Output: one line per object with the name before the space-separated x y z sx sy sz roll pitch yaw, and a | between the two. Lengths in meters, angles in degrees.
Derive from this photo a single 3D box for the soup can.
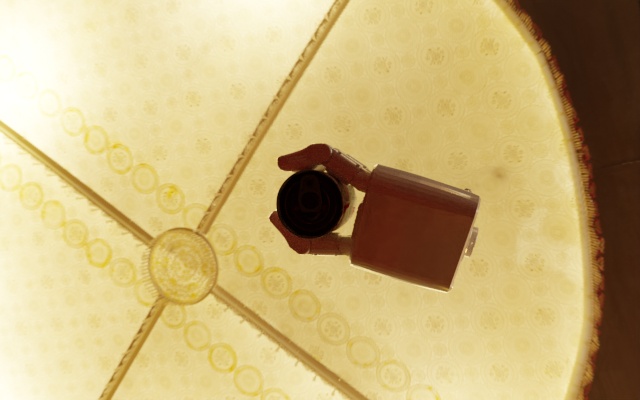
soup can | 0.000 0.002 0.513 0.068 0.068 0.102 0 2 13
